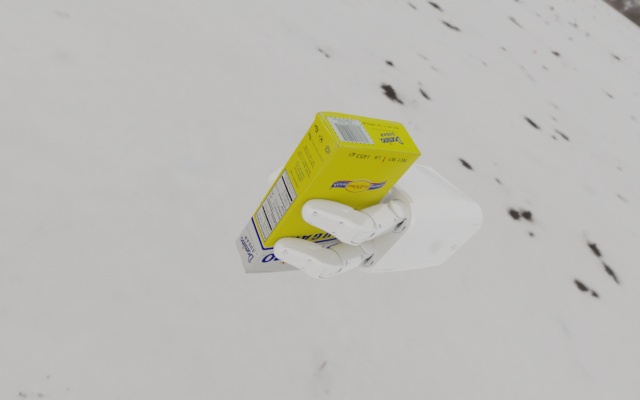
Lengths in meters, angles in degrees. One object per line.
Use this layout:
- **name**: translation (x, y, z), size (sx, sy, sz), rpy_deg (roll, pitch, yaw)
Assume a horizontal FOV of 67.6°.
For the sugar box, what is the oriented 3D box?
- **sugar box**: translation (0.000, 0.002, 0.431), size (0.093, 0.048, 0.176), rpy_deg (1, -42, -36)
